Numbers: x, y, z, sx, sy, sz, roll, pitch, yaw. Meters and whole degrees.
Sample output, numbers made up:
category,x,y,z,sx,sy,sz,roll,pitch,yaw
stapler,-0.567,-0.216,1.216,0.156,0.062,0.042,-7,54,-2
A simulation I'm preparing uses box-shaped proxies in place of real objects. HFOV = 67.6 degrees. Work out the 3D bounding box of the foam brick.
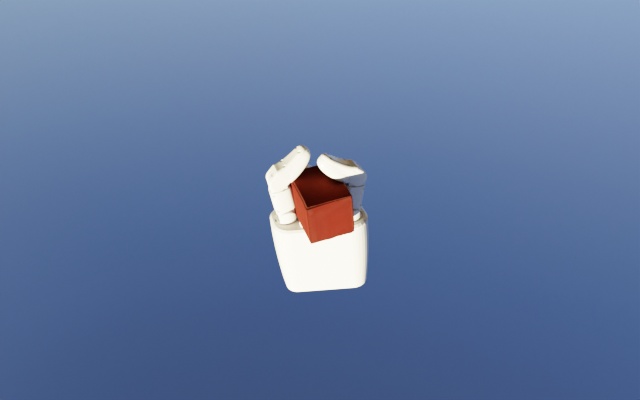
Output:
category,x,y,z,sx,sy,sz,roll,pitch,yaw
foam brick,0.000,0.002,0.538,0.053,0.051,0.078,-14,36,-12
